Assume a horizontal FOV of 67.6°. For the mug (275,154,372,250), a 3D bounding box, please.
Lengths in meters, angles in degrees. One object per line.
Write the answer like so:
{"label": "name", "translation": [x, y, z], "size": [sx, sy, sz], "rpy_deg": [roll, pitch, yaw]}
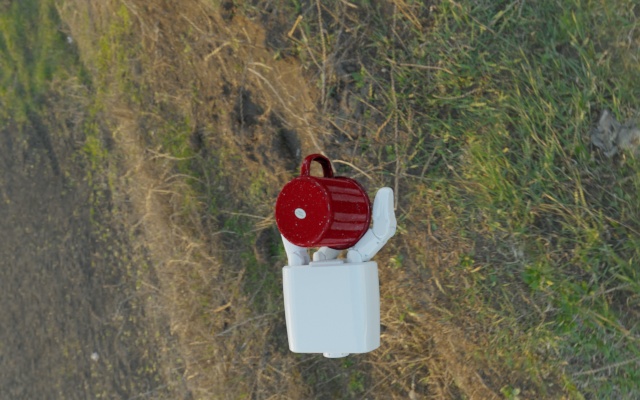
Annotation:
{"label": "mug", "translation": [0.000, 0.000, 0.565], "size": [0.093, 0.117, 0.081], "rpy_deg": [-7, -7, 34]}
